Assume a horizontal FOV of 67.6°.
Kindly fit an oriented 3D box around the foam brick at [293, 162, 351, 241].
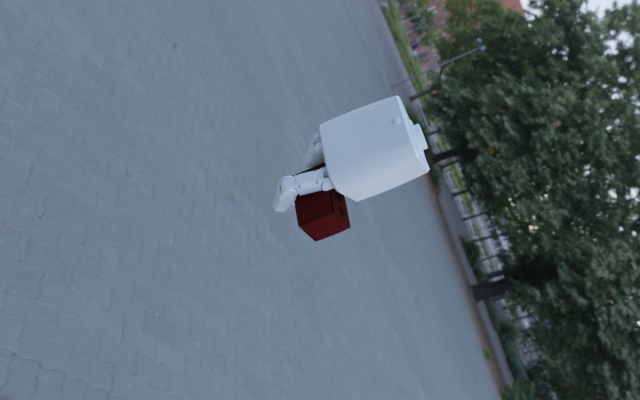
[{"bbox_3d":[0.000,0.002,0.609,0.051,0.078,0.053,-20,-32,17],"label":"foam brick"}]
